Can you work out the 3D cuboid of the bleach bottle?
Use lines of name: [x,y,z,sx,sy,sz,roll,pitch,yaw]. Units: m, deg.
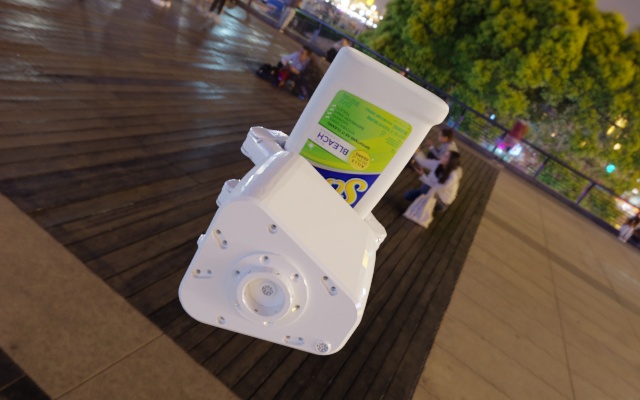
bleach bottle: [0.000,0.001,0.421,0.102,0.251,0.068,29,20,-2]
